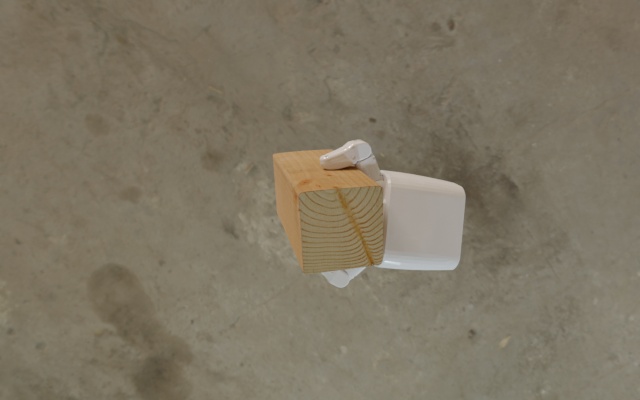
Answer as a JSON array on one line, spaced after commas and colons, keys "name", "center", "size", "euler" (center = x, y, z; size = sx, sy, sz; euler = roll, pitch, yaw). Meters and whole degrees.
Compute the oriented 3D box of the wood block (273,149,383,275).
[{"name": "wood block", "center": [0.001, 0.002, 0.585], "size": [0.090, 0.091, 0.206], "euler": [-5, 17, -12]}]
